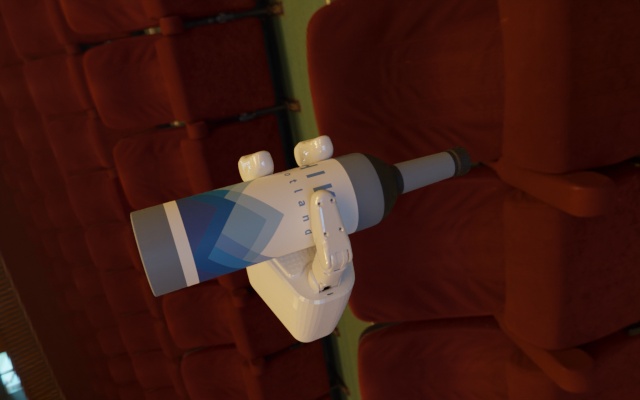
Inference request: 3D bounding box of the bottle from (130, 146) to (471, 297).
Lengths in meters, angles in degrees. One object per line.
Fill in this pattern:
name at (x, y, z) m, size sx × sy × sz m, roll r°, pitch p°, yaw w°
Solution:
bottle at (0.000, 0.001, 0.406) m, size 0.295 × 0.069 × 0.069 m, roll -16°, pitch 5°, yaw -18°
